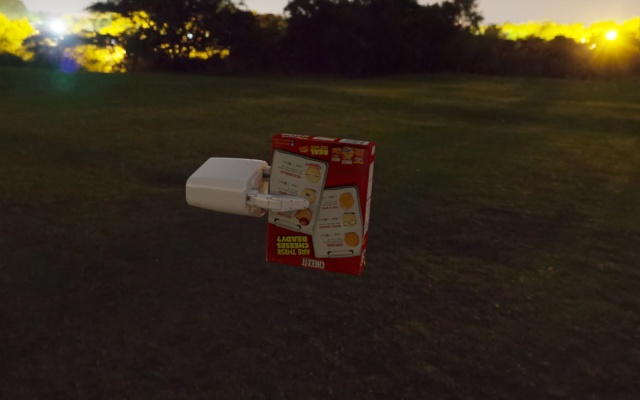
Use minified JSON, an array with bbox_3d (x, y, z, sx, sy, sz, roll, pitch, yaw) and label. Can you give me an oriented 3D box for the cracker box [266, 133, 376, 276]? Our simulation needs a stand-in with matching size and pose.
[{"bbox_3d":[0.000,0.002,0.792,0.164,0.214,0.072,7,14,14],"label":"cracker box"}]
